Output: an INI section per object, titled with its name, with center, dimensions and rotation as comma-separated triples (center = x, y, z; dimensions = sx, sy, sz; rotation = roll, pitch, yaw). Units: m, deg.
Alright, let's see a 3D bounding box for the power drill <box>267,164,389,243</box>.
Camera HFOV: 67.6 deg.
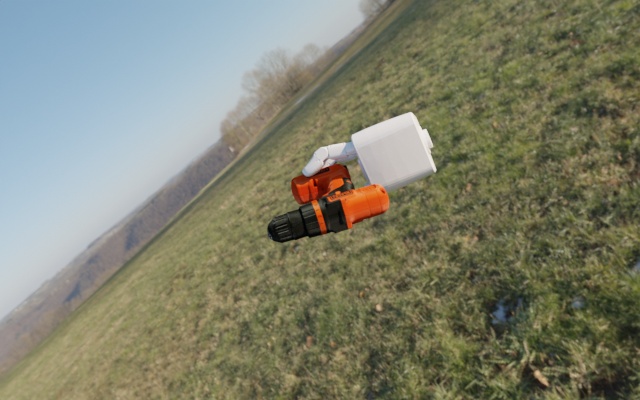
[power drill]
center = 0.000, 0.002, 0.767
dimensions = 0.184, 0.057, 0.187
rotation = -15, 20, -5
